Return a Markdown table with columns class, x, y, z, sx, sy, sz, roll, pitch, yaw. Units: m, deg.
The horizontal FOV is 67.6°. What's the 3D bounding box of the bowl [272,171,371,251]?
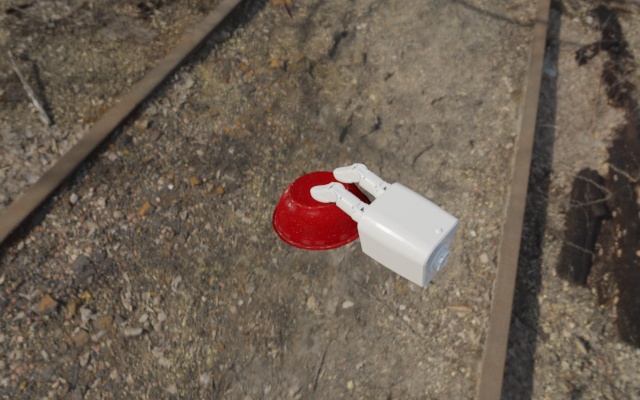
| class | x | y | z | sx | sy | sz | roll | pitch | yaw |
| --- | --- | --- | --- | --- | --- | --- | --- | --- | --- |
| bowl | -0.001 | 0.002 | 0.742 | 0.162 | 0.055 | 0.162 | -5 | 39 | 4 |
